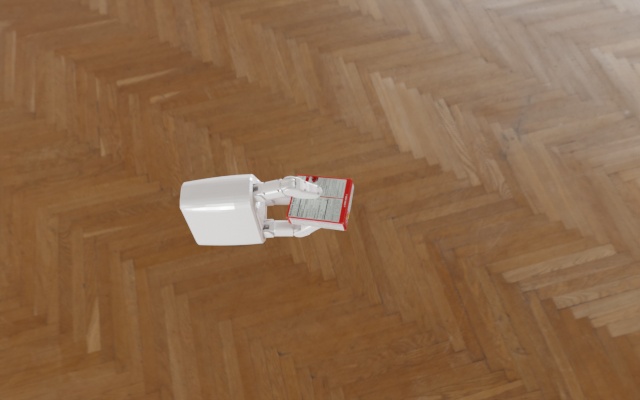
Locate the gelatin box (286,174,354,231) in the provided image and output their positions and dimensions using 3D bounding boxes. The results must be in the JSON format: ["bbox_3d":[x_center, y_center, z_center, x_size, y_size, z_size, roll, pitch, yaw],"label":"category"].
[{"bbox_3d":[0.000,0.002,0.706,0.089,0.073,0.030,5,-25,14],"label":"gelatin box"}]
